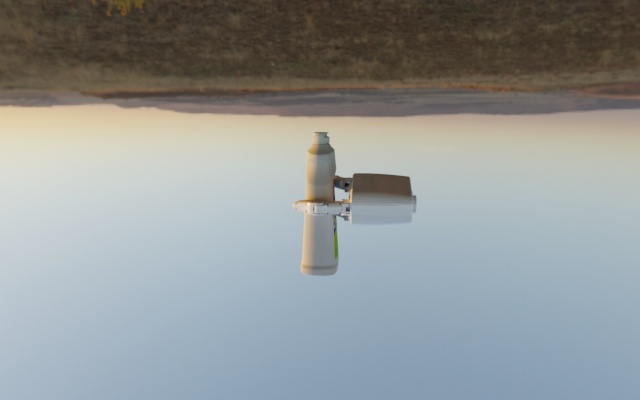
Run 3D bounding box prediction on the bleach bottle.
[{"bbox_3d":[0.000,0.003,0.871,0.068,0.251,0.102,1,12,6],"label":"bleach bottle"}]
